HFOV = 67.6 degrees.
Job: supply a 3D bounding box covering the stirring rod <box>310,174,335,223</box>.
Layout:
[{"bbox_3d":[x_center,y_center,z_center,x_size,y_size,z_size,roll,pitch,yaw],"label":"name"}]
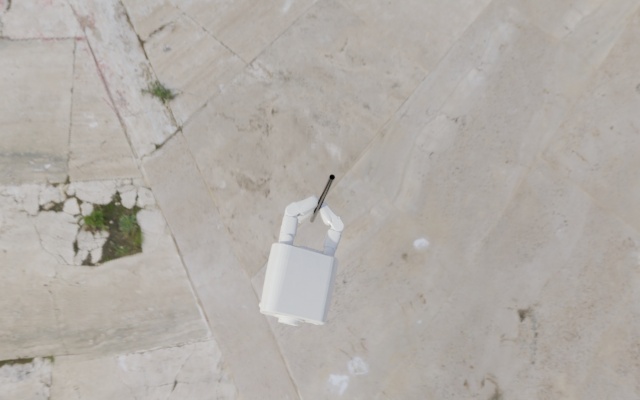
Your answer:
[{"bbox_3d":[0.000,0.003,0.759,0.011,0.011,0.239,0,-16,-8],"label":"stirring rod"}]
